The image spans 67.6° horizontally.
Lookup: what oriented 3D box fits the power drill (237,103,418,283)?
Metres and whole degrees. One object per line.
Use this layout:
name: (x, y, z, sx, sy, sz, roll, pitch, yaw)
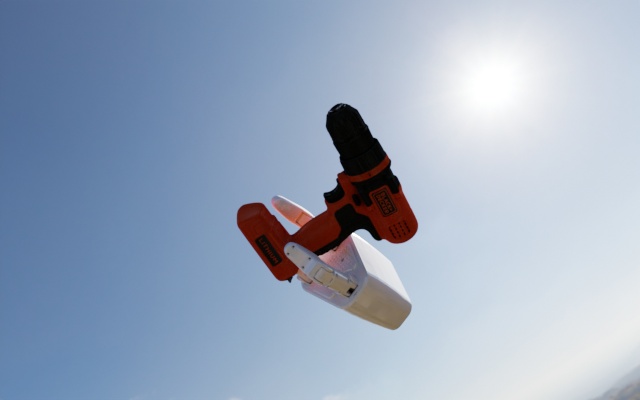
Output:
power drill: (0.000, 0.002, 0.556, 0.187, 0.184, 0.057, -26, 22, 12)
